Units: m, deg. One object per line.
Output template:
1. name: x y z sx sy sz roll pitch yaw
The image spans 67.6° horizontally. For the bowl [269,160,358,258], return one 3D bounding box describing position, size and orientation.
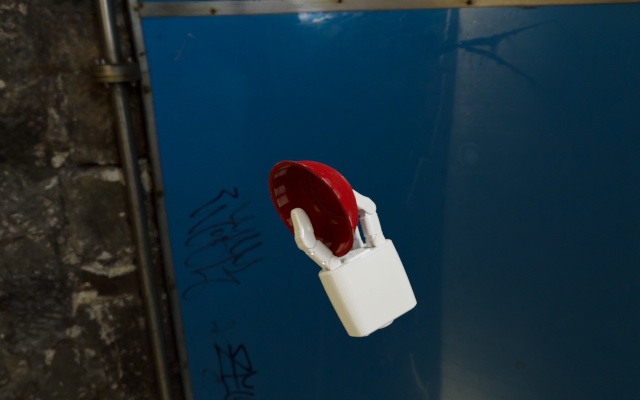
1. bowl: 0.000 0.001 0.687 0.055 0.162 0.162 -39 23 -33
